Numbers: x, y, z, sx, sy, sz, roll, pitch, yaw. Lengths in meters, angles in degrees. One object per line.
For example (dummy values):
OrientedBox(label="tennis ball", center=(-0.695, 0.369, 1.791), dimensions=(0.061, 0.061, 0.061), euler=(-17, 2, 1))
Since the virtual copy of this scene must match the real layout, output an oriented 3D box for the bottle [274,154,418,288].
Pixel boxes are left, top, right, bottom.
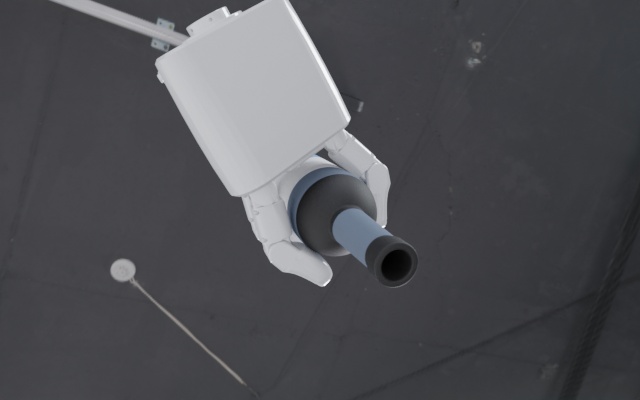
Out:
OrientedBox(label="bottle", center=(0.000, 0.001, 0.404), dimensions=(0.069, 0.069, 0.295), euler=(0, 14, -17))
